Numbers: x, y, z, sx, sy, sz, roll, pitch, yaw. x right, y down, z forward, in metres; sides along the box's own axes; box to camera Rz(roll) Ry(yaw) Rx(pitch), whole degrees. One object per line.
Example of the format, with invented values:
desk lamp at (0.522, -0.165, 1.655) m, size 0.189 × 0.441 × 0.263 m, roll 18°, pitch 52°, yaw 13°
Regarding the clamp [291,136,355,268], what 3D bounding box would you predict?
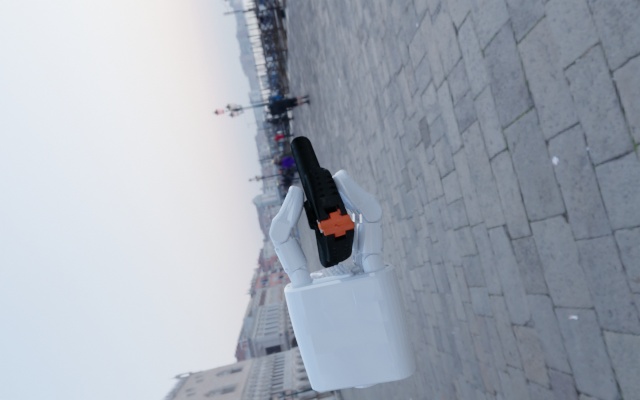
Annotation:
clamp at (-0.001, 0.002, 0.496) m, size 0.036 × 0.164 × 0.210 m, roll -16°, pitch 0°, yaw -4°
